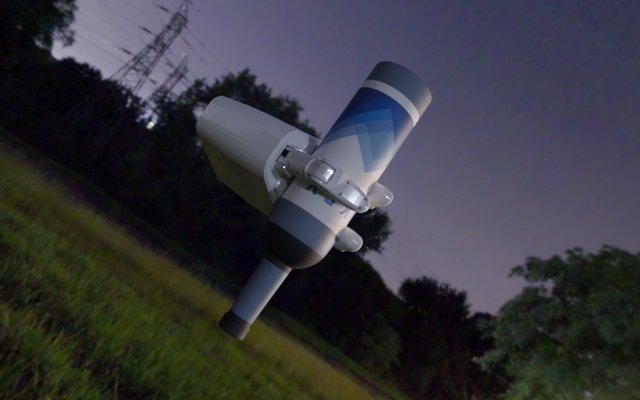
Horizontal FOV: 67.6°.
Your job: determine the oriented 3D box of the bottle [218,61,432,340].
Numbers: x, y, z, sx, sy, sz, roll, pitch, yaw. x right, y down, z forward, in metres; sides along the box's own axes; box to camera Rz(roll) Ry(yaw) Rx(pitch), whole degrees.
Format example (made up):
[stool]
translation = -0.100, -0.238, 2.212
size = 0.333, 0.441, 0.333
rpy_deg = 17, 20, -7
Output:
[bottle]
translation = 0.000, 0.001, 0.460
size = 0.069, 0.295, 0.069
rpy_deg = 34, -8, 6
